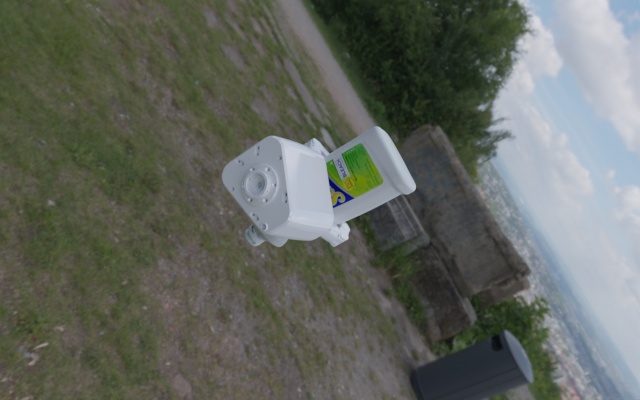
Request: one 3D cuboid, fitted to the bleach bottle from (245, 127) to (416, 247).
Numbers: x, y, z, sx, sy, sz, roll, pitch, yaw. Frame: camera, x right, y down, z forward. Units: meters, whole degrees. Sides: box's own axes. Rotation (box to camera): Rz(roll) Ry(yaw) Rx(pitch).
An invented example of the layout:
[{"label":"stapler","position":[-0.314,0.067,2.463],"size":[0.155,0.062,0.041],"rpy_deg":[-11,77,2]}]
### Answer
[{"label":"bleach bottle","position":[0.000,0.002,0.675],"size":[0.251,0.102,0.068],"rpy_deg":[-31,-19,19]}]
